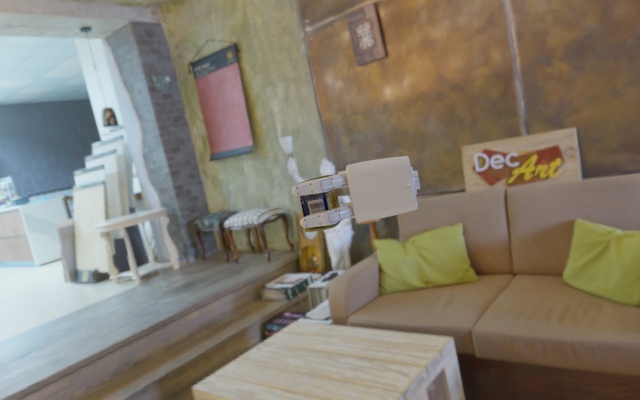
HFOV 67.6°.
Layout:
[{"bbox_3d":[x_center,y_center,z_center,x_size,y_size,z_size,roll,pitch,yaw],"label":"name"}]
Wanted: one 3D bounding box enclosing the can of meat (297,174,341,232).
[{"bbox_3d":[0.000,0.002,0.843,0.057,0.084,0.102,-9,7,16],"label":"can of meat"}]
